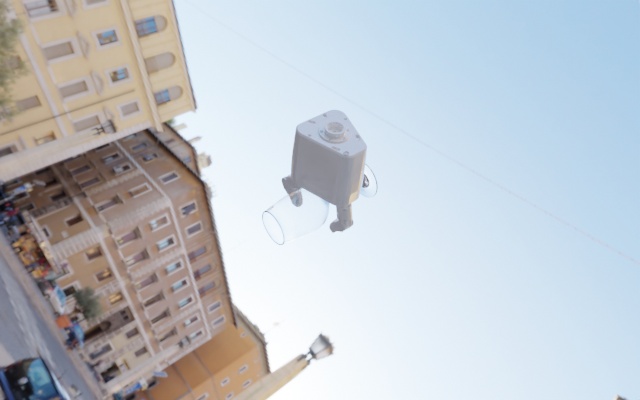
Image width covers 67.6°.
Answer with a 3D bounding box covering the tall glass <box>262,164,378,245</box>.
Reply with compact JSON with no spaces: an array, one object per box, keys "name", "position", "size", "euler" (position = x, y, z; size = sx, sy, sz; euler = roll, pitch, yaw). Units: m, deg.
[{"name":"tall glass","position":[0.001,0.003,0.812],"size":[0.201,0.079,0.079],"euler":[-29,15,-28]}]
